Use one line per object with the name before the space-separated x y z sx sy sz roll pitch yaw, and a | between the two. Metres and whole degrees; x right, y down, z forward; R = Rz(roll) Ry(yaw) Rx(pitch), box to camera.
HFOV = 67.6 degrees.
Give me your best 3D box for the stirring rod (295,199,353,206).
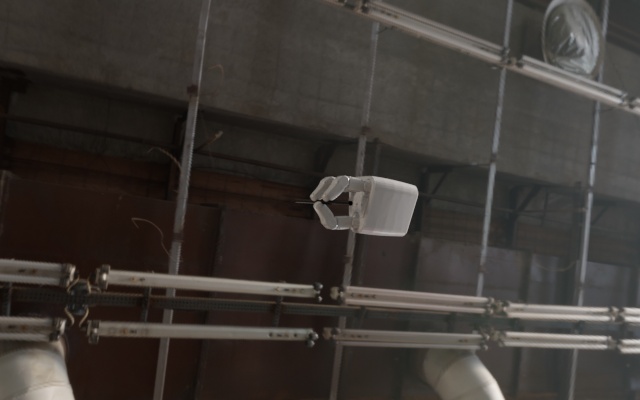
stirring rod | 0.000 0.003 0.899 0.011 0.011 0.239 0 1 -25
